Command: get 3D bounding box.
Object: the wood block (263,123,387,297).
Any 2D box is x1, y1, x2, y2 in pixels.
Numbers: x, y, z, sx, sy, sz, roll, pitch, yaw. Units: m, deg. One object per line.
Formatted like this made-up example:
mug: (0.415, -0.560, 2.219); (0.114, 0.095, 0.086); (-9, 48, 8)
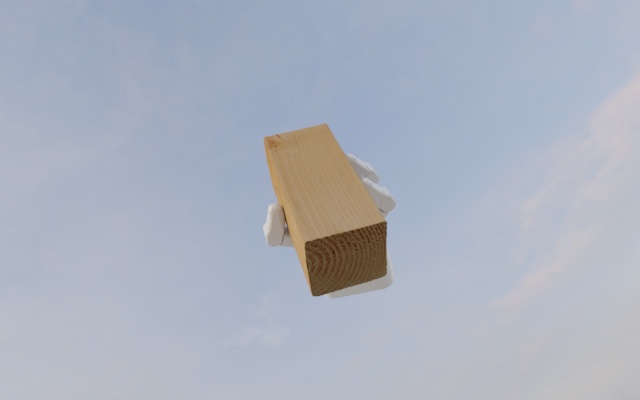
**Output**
wood block: (0.000, 0.002, 0.582); (0.091, 0.090, 0.206); (-15, 41, -10)
